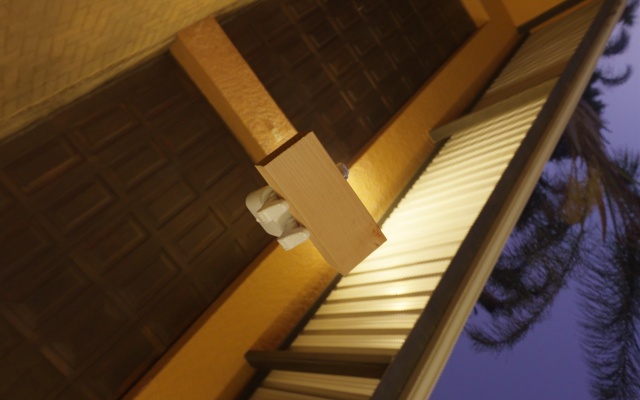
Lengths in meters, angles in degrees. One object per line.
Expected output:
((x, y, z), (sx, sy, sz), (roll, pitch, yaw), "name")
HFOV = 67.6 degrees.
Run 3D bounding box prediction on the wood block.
((0.000, 0.002, 0.743), (0.091, 0.206, 0.090), (-39, 15, -10), "wood block")
